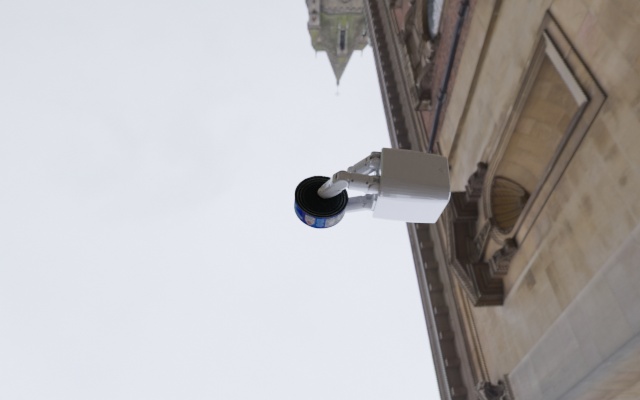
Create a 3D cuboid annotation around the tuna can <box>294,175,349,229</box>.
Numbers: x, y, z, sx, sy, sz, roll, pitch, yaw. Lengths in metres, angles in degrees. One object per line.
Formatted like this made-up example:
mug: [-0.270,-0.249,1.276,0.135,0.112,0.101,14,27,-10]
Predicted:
tuna can: [0.000,0.003,0.761,0.086,0.086,0.034,0,-39,-7]
